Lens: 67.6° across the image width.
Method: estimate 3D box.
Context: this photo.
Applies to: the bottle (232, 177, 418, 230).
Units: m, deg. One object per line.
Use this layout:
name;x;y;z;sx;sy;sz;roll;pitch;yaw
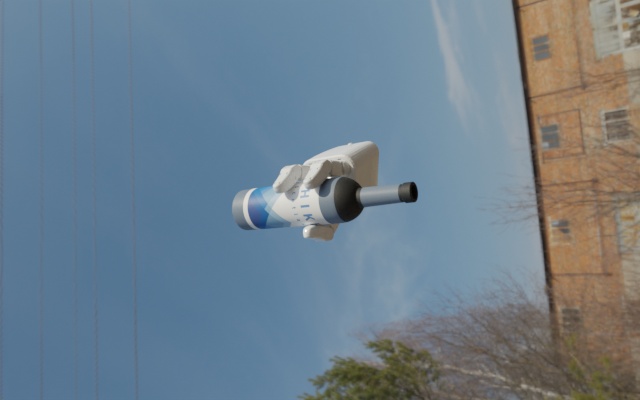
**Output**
bottle;0.000;0.002;0.703;0.296;0.069;0.069;-6;-4;33
